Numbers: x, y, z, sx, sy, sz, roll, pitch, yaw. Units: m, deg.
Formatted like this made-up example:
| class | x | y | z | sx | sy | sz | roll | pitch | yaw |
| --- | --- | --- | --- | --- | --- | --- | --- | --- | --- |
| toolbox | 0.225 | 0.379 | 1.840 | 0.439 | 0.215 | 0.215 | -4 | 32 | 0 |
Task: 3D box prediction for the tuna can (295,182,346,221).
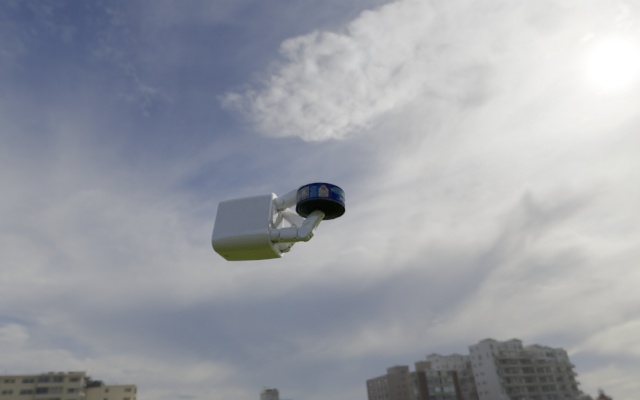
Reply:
| class | x | y | z | sx | sy | sz | roll | pitch | yaw |
| --- | --- | --- | --- | --- | --- | --- | --- | --- | --- |
| tuna can | 0.000 | 0.002 | 0.821 | 0.086 | 0.033 | 0.086 | 1 | -26 | 0 |
